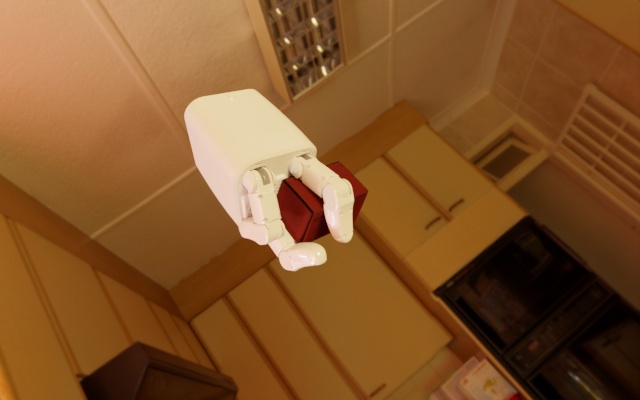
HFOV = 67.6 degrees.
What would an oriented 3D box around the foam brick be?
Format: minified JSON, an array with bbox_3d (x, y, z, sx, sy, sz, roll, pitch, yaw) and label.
[{"bbox_3d":[0.000,0.002,0.494,0.078,0.053,0.051,-20,56,-37],"label":"foam brick"}]
